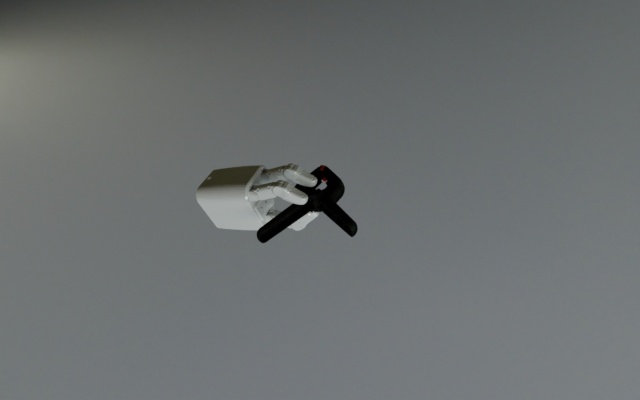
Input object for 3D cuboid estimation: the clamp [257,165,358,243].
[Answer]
[{"bbox_3d":[0.000,0.003,0.822,0.164,0.036,0.209,0,34,20],"label":"clamp"}]
